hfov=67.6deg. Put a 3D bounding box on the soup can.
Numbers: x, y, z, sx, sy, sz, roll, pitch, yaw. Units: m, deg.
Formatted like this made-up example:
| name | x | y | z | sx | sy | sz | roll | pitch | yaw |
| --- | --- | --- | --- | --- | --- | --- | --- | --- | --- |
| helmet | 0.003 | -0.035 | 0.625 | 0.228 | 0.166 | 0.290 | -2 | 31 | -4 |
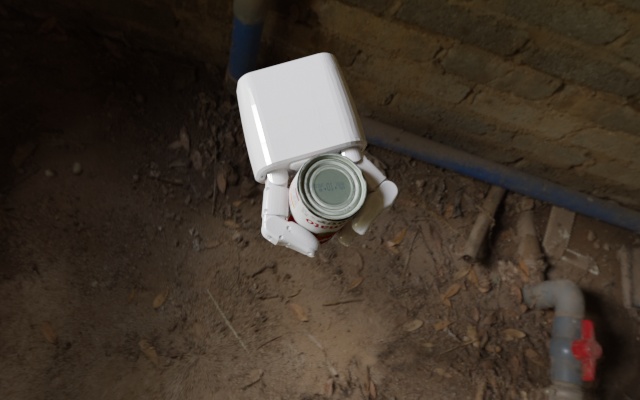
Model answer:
| name | x | y | z | sx | sy | sz | roll | pitch | yaw |
| --- | --- | --- | --- | --- | --- | --- | --- | --- | --- |
| soup can | 0.000 | 0.002 | 0.477 | 0.068 | 0.068 | 0.102 | 0 | -18 | -14 |
